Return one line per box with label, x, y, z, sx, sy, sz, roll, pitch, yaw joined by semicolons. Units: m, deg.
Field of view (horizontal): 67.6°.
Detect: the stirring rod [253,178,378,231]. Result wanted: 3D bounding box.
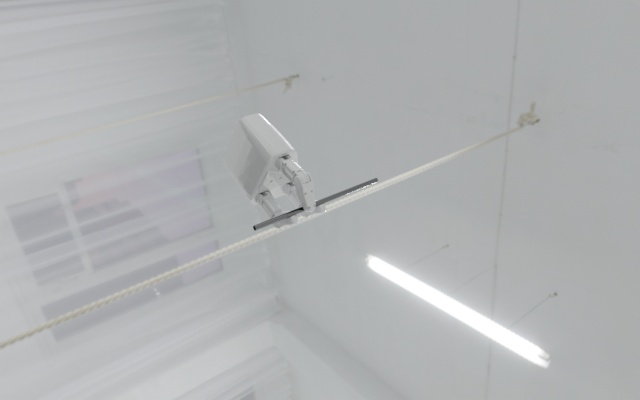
stirring rod;0.000;0.002;0.753;0.239;0.011;0.011;-22;11;-31
